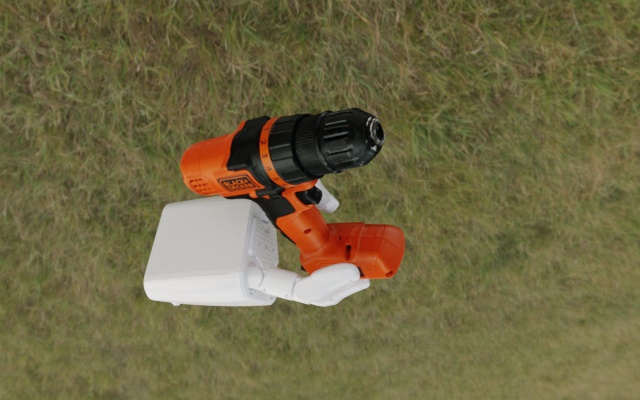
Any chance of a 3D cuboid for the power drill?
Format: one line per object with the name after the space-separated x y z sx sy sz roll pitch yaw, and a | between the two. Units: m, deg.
0.000 0.002 0.407 0.184 0.057 0.188 -5 -38 37 | power drill
